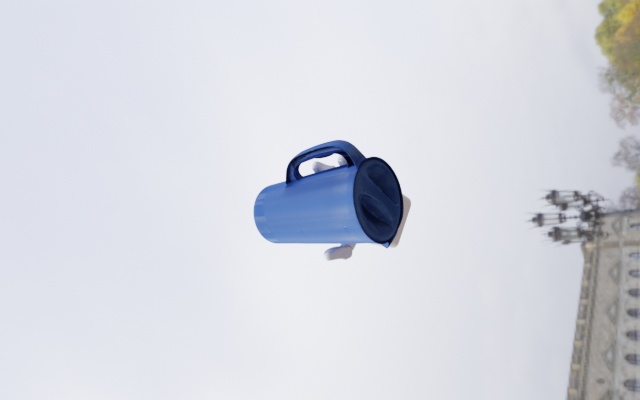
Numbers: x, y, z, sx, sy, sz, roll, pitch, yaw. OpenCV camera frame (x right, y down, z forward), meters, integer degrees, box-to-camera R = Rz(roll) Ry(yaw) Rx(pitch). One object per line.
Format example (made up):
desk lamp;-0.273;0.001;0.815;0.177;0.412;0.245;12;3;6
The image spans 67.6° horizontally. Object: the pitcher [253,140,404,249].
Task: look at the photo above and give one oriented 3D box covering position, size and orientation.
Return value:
pitcher;0.000;0.003;0.787;0.243;0.149;0.145;-8;-18;40
